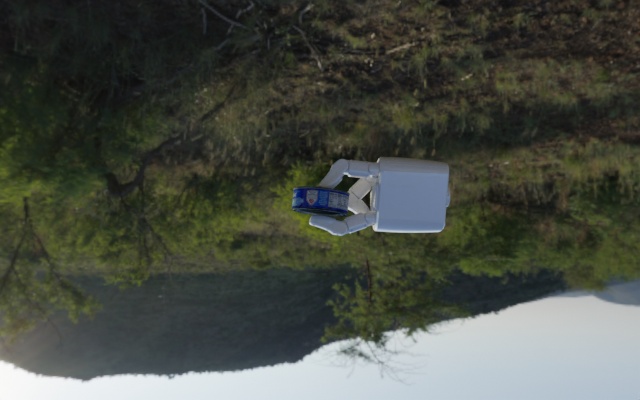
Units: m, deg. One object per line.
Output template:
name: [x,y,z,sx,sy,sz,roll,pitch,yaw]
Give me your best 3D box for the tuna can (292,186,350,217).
tuna can: [0.000,0.003,0.721,0.086,0.033,0.086,6,-7,1]
